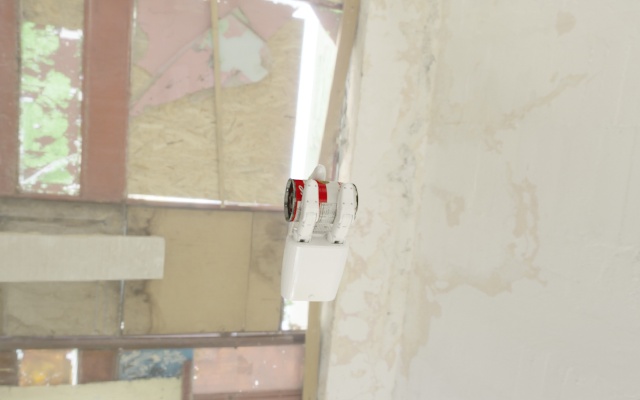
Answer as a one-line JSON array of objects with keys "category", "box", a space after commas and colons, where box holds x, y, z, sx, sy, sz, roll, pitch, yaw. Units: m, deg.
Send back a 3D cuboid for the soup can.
[{"category": "soup can", "box": [0.000, 0.002, 0.738, 0.102, 0.068, 0.068, 4, -1, -15]}]
